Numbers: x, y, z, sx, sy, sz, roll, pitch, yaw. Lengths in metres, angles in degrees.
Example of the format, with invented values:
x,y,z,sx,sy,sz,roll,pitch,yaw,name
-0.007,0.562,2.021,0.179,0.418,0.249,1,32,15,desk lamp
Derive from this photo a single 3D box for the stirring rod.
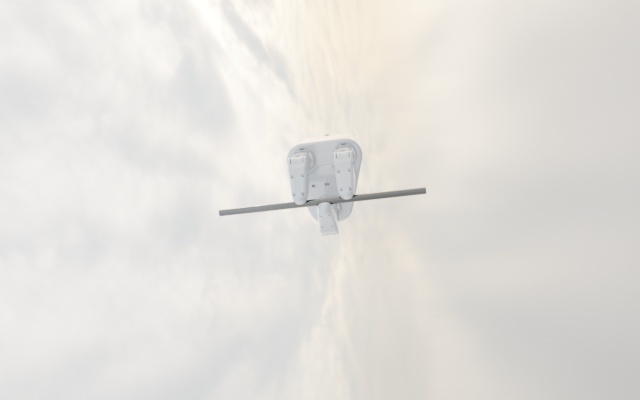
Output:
x,y,z,sx,sy,sz,roll,pitch,yaw,name
0.000,0.002,0.552,0.239,0.011,0.011,-6,-1,6,stirring rod
